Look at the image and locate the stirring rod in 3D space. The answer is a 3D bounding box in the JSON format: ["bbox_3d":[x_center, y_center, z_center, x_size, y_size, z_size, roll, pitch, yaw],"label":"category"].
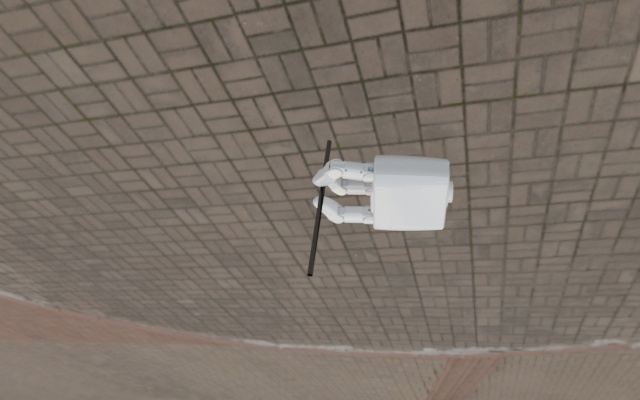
[{"bbox_3d":[0.000,0.002,0.709,0.011,0.239,0.011,6,-35,4],"label":"stirring rod"}]
